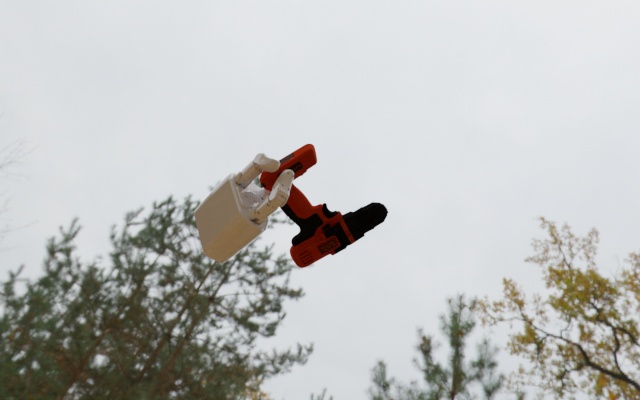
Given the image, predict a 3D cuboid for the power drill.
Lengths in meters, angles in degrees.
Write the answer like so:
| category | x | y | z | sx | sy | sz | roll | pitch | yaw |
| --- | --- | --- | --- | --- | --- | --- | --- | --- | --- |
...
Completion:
| category | x | y | z | sx | sy | sz | roll | pitch | yaw |
| --- | --- | --- | --- | --- | --- | --- | --- | --- | --- |
| power drill | 0.000 | 0.002 | 0.800 | 0.184 | 0.188 | 0.057 | -30 | 17 | 1 |
